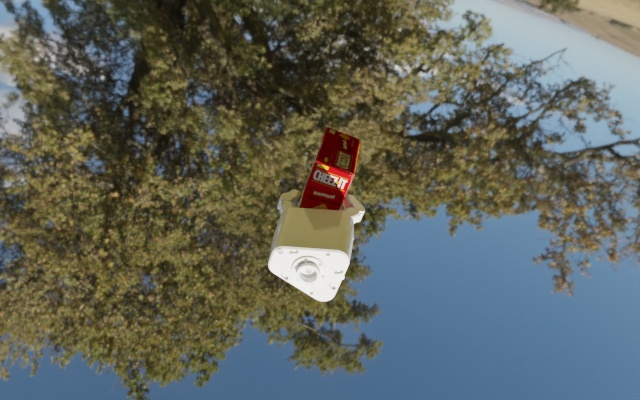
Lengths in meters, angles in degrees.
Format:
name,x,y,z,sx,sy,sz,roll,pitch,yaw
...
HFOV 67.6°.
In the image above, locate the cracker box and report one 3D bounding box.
name,x,y,z,sx,sy,sz,roll,pitch,yaw
cracker box,0.000,0.003,0.830,0.072,0.214,0.164,20,28,-3
